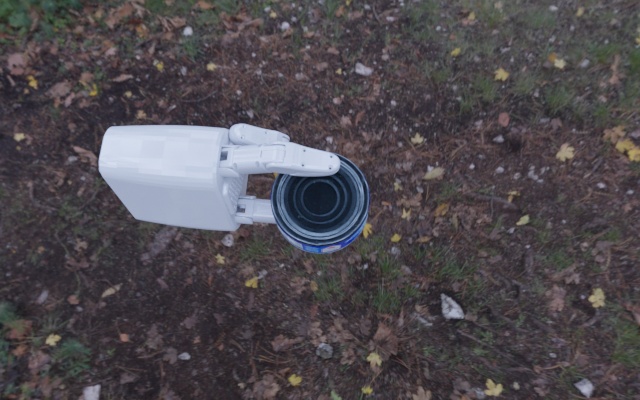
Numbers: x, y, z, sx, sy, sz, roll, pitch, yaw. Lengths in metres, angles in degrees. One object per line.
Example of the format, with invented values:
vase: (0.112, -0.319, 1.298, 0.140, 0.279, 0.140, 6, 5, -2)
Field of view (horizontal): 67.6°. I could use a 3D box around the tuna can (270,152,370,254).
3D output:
tuna can: (0.000, 0.001, 0.414, 0.086, 0.086, 0.034, 0, -16, 1)
